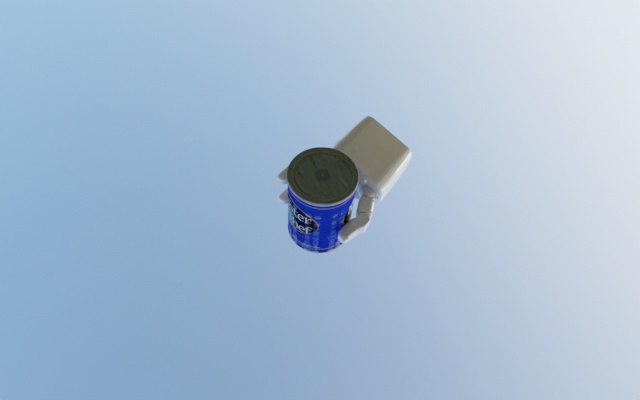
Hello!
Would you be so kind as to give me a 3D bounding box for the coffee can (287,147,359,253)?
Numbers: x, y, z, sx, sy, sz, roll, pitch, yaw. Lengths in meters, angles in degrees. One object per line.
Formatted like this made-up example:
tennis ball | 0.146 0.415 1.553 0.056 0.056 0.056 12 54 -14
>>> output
coffee can | 0.000 0.002 0.731 0.103 0.102 0.140 0 -35 -3
